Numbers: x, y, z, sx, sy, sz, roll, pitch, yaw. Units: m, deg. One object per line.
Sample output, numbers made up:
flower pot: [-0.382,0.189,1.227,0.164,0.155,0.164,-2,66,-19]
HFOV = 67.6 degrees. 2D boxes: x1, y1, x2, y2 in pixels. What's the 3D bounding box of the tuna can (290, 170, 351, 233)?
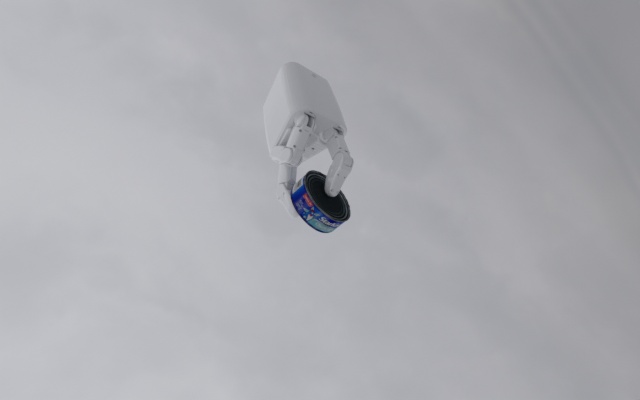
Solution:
tuna can: [0.000,0.003,0.658,0.034,0.086,0.086,-40,-21,27]
